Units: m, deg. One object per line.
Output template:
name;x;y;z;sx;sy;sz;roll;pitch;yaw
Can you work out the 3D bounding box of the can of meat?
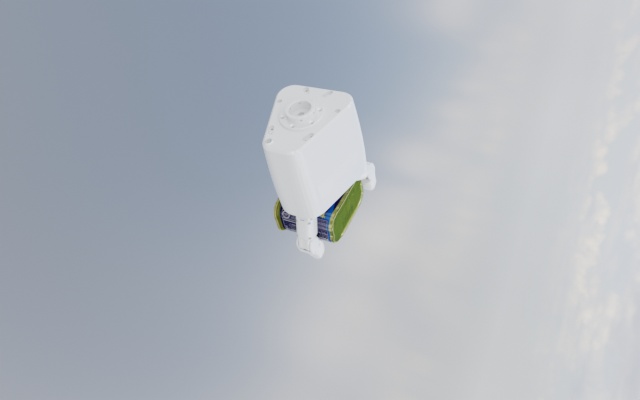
can of meat;0.000;0.002;0.637;0.084;0.102;0.057;14;-38;24
